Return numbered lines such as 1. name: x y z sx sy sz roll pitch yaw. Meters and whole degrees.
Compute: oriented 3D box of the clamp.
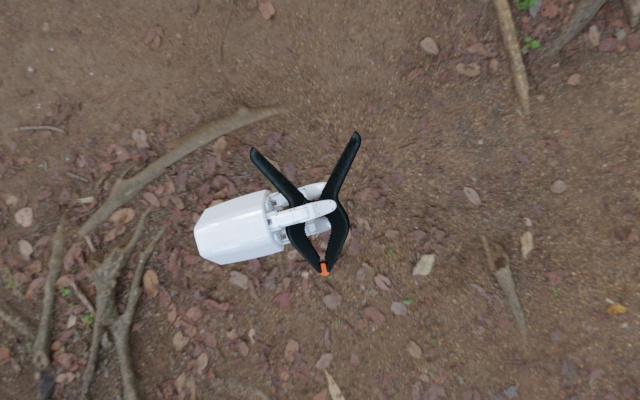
1. clamp: 0.000 0.003 0.702 0.164 0.210 0.036 -16 1 2
